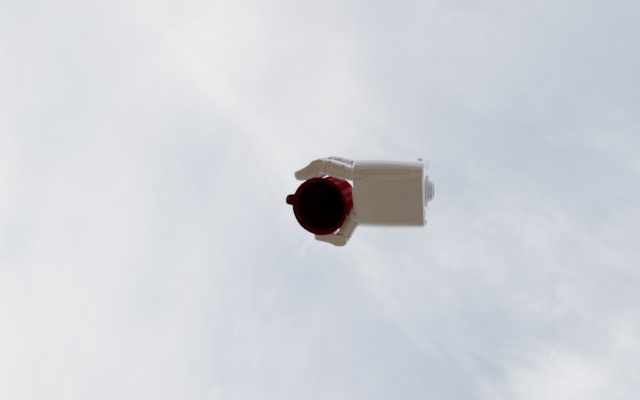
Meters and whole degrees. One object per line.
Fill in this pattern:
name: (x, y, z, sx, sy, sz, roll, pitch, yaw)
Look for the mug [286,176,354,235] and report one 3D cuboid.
mug: (-0.001, 0.003, 0.793, 0.117, 0.093, 0.081, 4, 11, 19)
